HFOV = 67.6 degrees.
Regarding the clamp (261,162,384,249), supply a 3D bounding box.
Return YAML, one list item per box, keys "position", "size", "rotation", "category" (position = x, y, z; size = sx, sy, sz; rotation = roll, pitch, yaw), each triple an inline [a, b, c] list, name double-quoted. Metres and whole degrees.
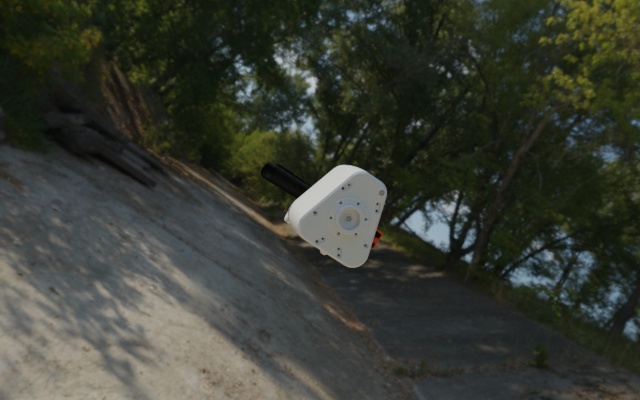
- position: [0.001, 0.002, 0.731]
  size: [0.210, 0.036, 0.164]
  rotation: [33, 3, -10]
  category: "clamp"
